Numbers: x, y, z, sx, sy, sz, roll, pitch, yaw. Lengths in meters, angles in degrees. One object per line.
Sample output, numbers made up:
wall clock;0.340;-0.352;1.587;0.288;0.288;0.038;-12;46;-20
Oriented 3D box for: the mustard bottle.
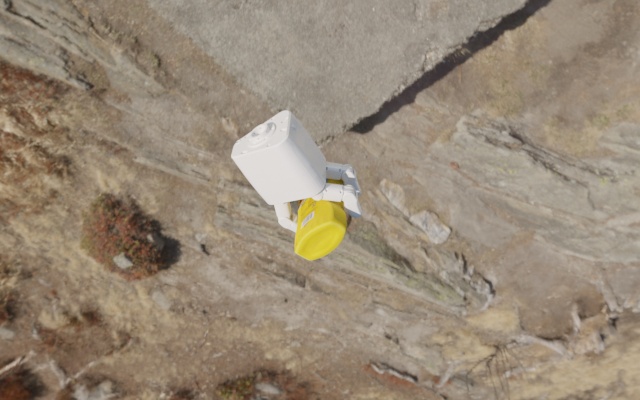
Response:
mustard bottle;0.000;0.003;0.801;0.058;0.191;0.096;30;-55;-23
